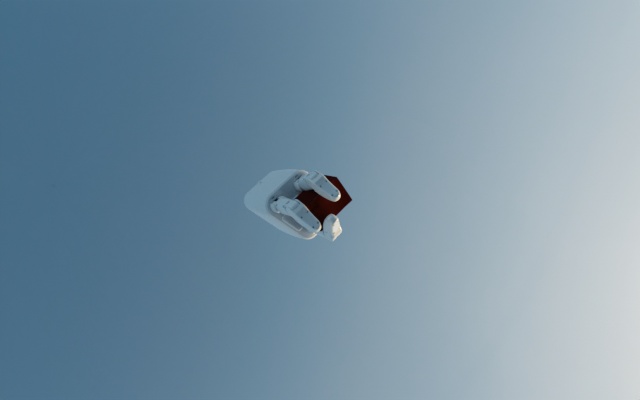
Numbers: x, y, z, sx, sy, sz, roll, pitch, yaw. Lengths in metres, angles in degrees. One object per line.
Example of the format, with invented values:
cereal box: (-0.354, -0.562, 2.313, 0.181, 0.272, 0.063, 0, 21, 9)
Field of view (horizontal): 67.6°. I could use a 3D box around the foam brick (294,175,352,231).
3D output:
foam brick: (0.000, 0.002, 0.772, 0.078, 0.053, 0.051, -44, 27, -20)
